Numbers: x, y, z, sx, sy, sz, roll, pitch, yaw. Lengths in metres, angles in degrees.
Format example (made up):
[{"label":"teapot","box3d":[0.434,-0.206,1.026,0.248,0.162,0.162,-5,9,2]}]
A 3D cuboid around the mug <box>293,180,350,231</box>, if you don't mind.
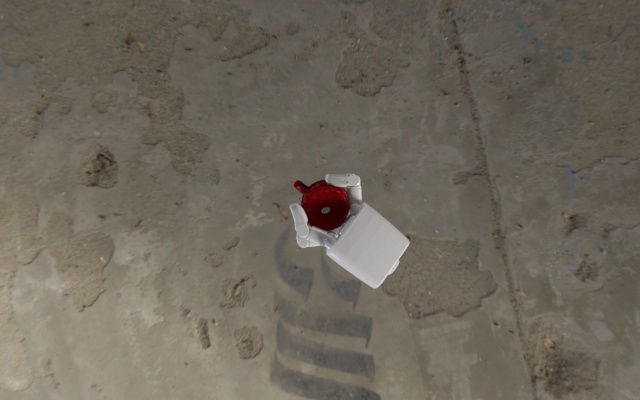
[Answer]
[{"label":"mug","box3d":[-0.001,0.002,0.863,0.117,0.093,0.081,40,4,-3]}]
